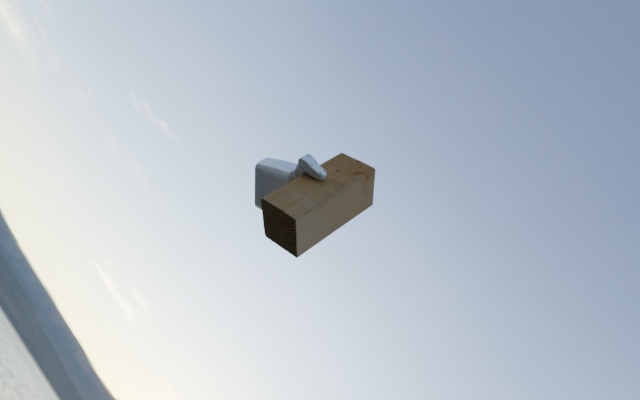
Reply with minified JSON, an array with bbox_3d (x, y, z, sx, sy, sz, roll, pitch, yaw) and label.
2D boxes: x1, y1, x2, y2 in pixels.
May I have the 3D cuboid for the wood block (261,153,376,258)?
[{"bbox_3d":[0.000,0.002,0.881,0.090,0.091,0.206,30,47,34],"label":"wood block"}]
